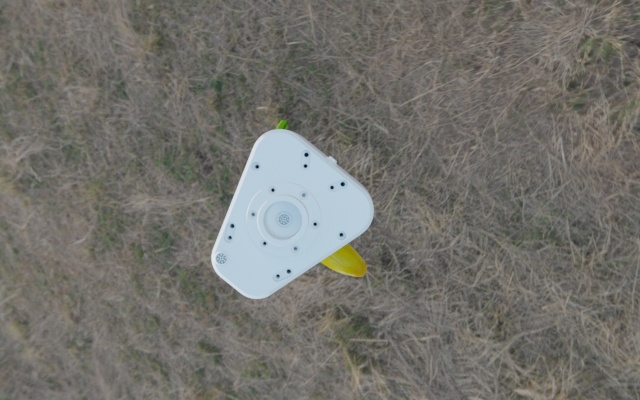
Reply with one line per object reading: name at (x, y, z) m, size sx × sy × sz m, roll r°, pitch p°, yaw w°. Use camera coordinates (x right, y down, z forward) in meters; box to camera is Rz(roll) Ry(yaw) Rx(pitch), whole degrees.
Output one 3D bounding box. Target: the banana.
banana at (-0.016, 0.006, 0.518) m, size 0.069 × 0.198 × 0.037 m, roll -27°, pitch 0°, yaw -29°
